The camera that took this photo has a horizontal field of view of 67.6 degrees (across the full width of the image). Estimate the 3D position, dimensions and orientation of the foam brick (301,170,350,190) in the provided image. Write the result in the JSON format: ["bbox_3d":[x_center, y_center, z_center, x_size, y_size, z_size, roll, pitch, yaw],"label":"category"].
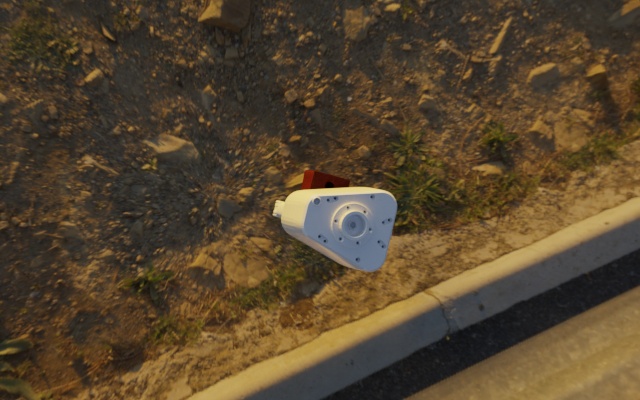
[{"bbox_3d":[0.000,0.002,0.644,0.053,0.078,0.051,14,-3,-17],"label":"foam brick"}]
